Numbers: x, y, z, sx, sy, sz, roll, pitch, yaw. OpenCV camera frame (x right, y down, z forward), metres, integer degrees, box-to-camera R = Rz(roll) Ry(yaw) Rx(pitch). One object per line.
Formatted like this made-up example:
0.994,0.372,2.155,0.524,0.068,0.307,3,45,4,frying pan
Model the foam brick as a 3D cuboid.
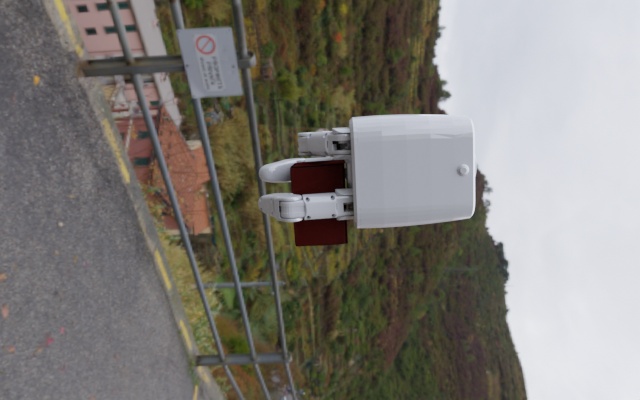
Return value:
0.000,0.002,0.465,0.051,0.078,0.053,-3,9,2,foam brick
